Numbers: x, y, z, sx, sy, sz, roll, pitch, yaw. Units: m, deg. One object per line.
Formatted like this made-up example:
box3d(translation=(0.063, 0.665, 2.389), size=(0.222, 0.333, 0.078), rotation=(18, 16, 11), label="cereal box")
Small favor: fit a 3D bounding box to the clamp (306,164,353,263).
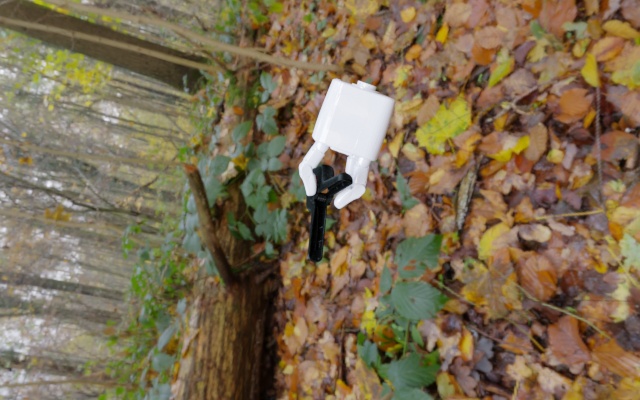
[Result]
box3d(translation=(-0.001, 0.002, 0.853), size=(0.036, 0.164, 0.210), rotation=(16, 16, -15), label="clamp")
